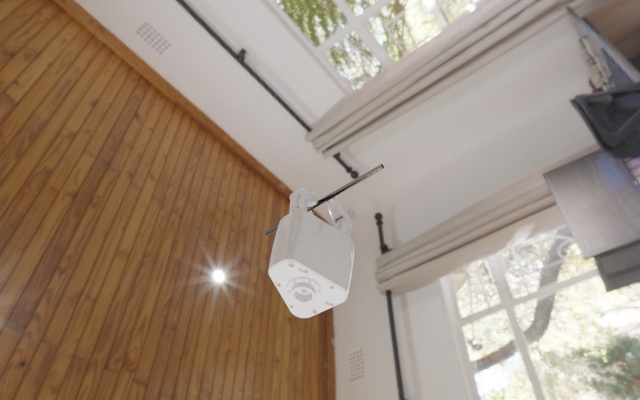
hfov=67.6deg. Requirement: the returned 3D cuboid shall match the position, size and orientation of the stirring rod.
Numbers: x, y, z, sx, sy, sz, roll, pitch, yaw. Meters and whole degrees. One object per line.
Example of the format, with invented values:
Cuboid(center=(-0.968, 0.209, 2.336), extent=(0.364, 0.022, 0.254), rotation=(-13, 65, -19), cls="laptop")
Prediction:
Cuboid(center=(0.000, 0.002, 0.771), extent=(0.239, 0.011, 0.011), rotation=(-30, -14, 26), cls="stirring rod")
